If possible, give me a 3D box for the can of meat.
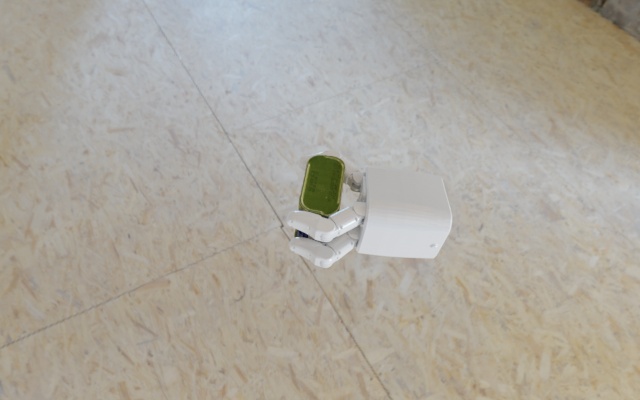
[{"bbox_3d":[0.000,0.002,0.635,0.057,0.102,0.084,9,-36,0],"label":"can of meat"}]
